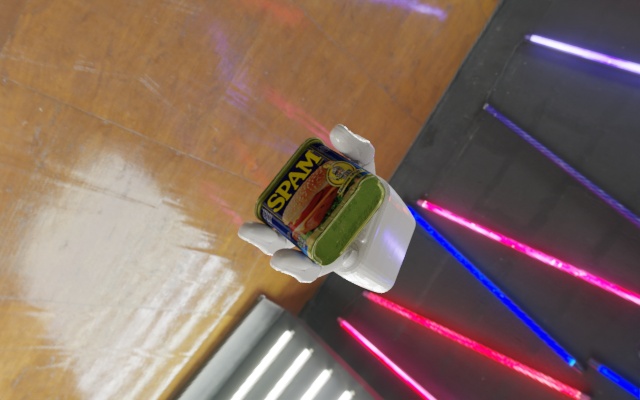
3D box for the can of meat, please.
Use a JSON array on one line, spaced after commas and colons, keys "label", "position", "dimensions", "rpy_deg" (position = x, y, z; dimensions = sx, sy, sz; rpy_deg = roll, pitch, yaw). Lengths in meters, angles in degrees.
[{"label": "can of meat", "position": [0.000, 0.002, 0.461], "dimensions": [0.084, 0.102, 0.057], "rpy_deg": [35, -5, 36]}]
